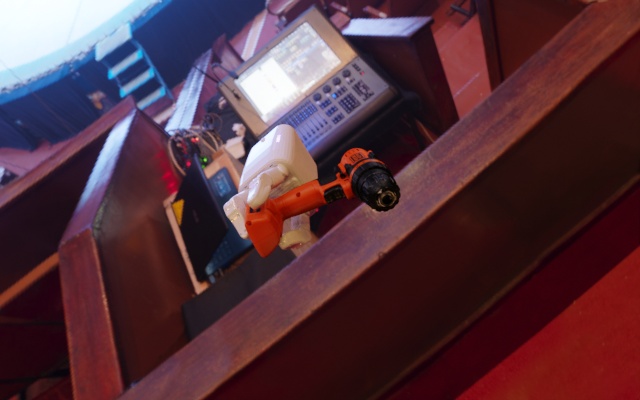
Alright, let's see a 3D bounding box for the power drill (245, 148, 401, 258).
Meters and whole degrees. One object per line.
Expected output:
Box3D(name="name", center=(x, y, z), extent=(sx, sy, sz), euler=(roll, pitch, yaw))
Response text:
Box3D(name="power drill", center=(0.000, 0.002, 0.599), extent=(0.187, 0.057, 0.184), euler=(-24, 17, 1))
